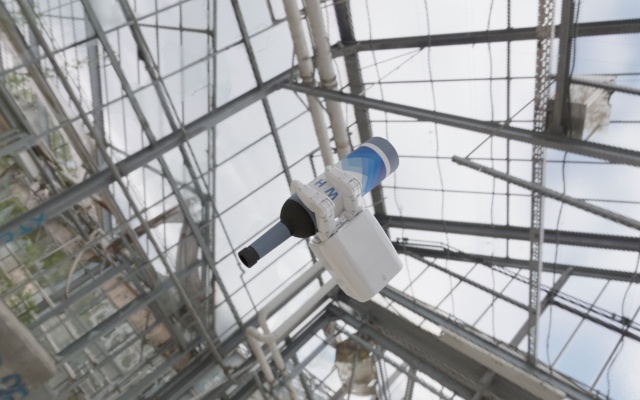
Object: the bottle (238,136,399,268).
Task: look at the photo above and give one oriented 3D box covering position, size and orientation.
[{"bbox_3d":[0.000,0.002,0.709,0.295,0.069,0.069,-37,20,-29],"label":"bottle"}]
